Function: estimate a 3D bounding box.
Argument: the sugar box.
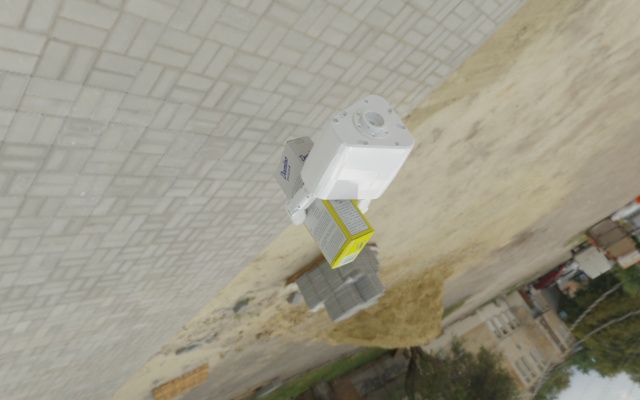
[{"bbox_3d":[0.001,0.002,0.689,0.048,0.176,0.093,-18,-25,-29],"label":"sugar box"}]
